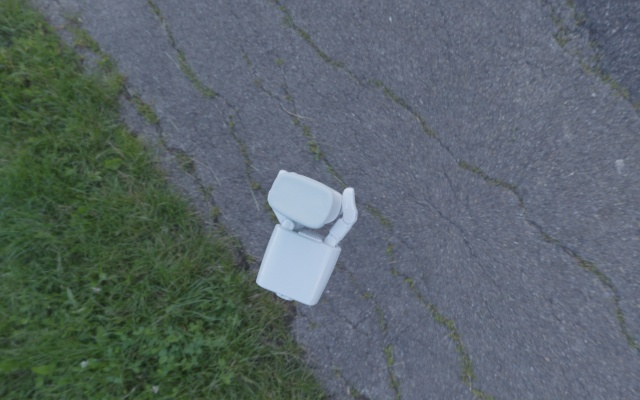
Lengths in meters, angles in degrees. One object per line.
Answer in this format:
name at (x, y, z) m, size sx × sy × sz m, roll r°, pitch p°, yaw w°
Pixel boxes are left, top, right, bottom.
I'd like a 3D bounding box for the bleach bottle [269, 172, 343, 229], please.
bleach bottle at (0.000, 0.003, 0.820) m, size 0.102 × 0.068 × 0.251 m, roll 24°, pitch 4°, yaw 15°
